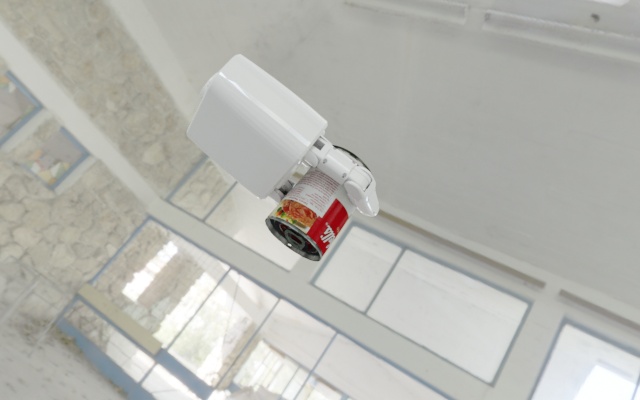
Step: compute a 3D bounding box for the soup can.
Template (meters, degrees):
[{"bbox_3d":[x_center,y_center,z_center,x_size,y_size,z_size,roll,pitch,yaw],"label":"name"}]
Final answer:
[{"bbox_3d":[0.001,0.002,0.490,0.068,0.102,0.068,31,-22,14],"label":"soup can"}]
